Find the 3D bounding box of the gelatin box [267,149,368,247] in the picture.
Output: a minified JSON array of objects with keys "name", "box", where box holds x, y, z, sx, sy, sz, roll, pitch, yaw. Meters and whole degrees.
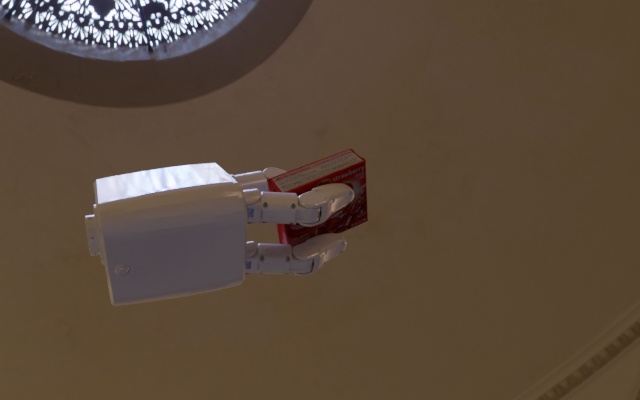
[{"name":"gelatin box","box":[0.000,0.001,0.444,0.089,0.073,0.030,-22,41,-19]}]
